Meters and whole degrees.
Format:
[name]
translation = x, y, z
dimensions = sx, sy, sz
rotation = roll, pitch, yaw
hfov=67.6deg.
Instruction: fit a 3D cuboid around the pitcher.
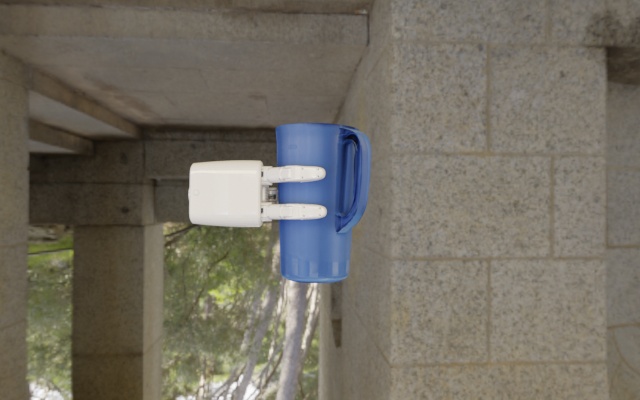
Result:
[pitcher]
translation = 0.000, 0.002, 0.746
dimensions = 0.145, 0.243, 0.149
rotation = 1, -1, 1
